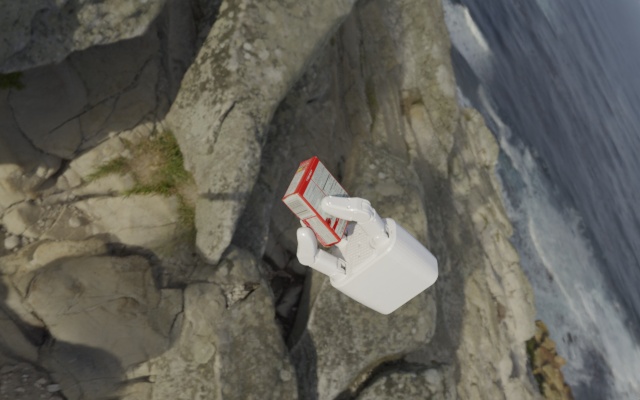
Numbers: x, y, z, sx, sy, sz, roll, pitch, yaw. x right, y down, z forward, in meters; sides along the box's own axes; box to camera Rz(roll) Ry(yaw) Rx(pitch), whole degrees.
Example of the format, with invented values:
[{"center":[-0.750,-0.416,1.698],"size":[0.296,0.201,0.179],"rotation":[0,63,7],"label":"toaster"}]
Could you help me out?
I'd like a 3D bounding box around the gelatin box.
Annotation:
[{"center":[0.000,0.002,0.594],"size":[0.030,0.089,0.073],"rotation":[-22,30,36],"label":"gelatin box"}]
